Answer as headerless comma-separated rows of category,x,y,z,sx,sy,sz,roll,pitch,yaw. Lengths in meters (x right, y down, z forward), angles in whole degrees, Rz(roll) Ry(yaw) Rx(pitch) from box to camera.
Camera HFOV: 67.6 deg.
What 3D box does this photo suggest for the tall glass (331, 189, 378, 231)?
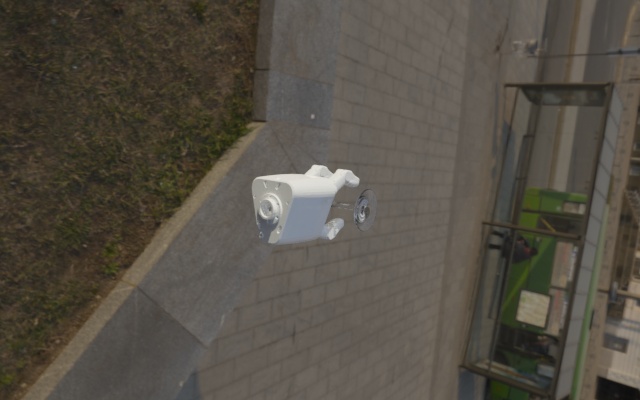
tall glass,0.001,0.003,0.882,0.201,0.079,0.079,10,6,36
